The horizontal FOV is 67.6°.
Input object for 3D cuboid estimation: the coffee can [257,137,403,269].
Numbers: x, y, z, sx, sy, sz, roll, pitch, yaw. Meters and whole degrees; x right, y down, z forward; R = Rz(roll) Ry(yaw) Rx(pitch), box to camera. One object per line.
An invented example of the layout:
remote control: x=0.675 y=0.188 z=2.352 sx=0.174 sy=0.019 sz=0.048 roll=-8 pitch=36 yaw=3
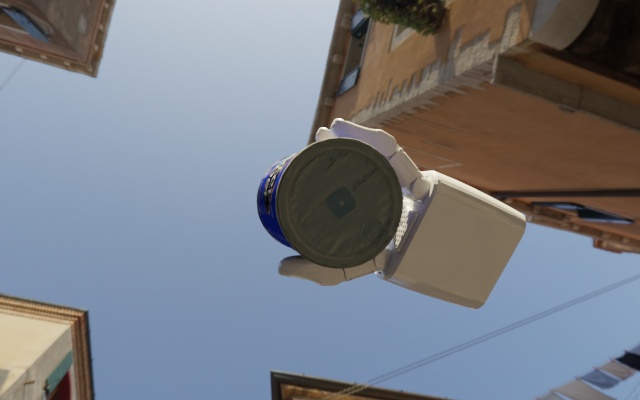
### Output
coffee can: x=0.000 y=0.001 z=0.437 sx=0.103 sy=0.103 sz=0.140 roll=0 pitch=1 yaw=-14
